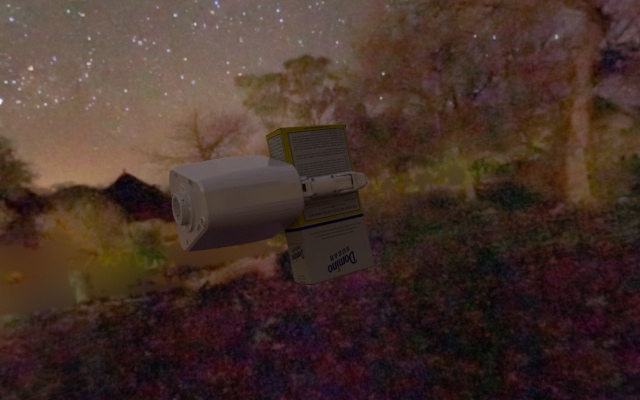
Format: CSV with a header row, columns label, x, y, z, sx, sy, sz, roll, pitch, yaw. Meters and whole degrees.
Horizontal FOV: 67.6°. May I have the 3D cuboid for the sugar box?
label,x,y,z,sx,sy,sz,roll,pitch,yaw
sugar box,0.000,0.002,0.558,0.093,0.176,0.048,-10,1,-33
